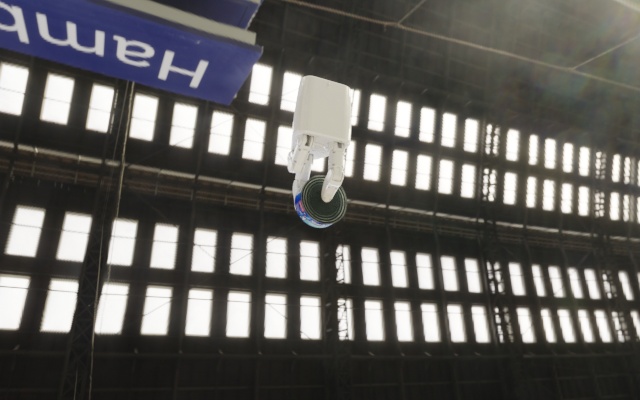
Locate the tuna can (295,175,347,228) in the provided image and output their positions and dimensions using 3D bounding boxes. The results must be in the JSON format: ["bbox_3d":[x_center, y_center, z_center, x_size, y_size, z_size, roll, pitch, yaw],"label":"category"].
[{"bbox_3d":[0.000,0.003,0.811,0.086,0.086,0.034,0,-17,-27],"label":"tuna can"}]
